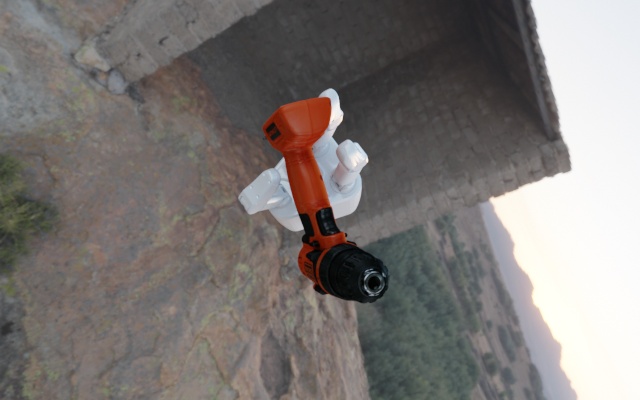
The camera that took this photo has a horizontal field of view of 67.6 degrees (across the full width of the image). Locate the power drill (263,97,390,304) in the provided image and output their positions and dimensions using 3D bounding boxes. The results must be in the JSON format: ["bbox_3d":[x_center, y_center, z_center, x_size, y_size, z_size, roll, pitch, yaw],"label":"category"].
[{"bbox_3d":[0.000,0.001,0.461,0.057,0.187,0.184,-14,3,-17],"label":"power drill"}]
